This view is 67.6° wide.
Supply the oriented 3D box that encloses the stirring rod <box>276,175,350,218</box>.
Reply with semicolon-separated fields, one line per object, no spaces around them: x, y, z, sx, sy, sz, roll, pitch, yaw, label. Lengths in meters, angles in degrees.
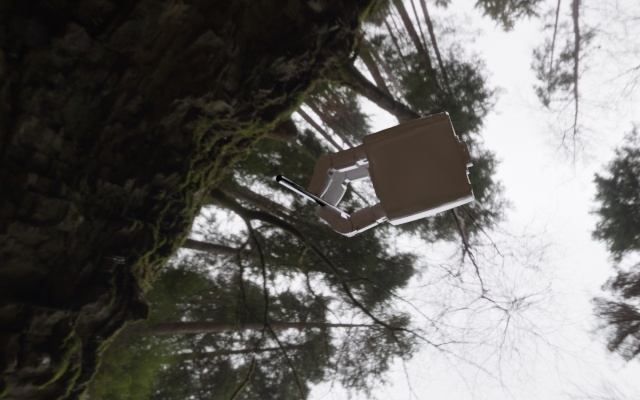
0.000;0.002;0.615;0.011;0.011;0.239;0;-12;22;stirring rod
